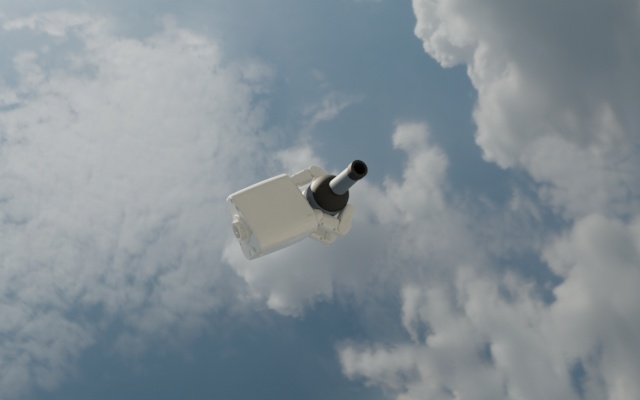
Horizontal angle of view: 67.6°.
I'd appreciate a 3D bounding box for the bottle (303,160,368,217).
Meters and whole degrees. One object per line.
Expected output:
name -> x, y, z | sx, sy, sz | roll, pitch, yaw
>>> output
bottle -> 0.000, 0.003, 0.814 | 0.069, 0.069, 0.296 | 0, -19, -24
